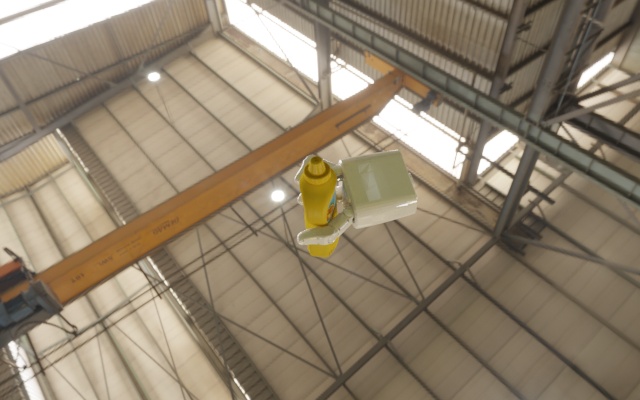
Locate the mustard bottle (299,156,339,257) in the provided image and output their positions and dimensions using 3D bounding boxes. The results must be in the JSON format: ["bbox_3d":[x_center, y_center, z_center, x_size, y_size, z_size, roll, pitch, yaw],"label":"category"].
[{"bbox_3d":[0.000,0.003,0.773,0.058,0.096,0.192,6,-40,9],"label":"mustard bottle"}]
